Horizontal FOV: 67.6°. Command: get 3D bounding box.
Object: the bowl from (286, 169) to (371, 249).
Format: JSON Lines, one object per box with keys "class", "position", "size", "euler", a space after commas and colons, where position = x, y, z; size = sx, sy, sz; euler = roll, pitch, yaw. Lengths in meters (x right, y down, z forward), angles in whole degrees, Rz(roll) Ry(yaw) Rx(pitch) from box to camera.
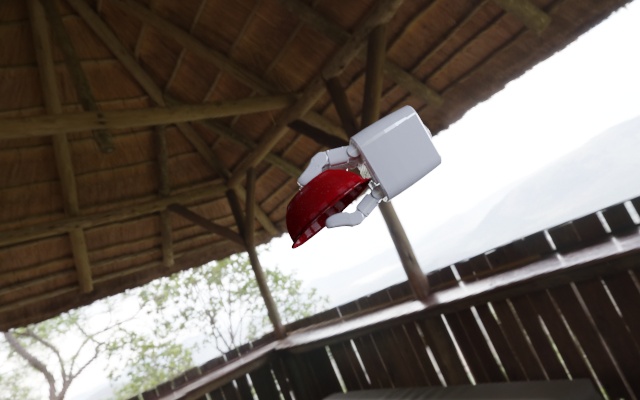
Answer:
{"class": "bowl", "position": [-0.001, 0.003, 0.733], "size": [0.162, 0.055, 0.162], "euler": [-41, -8, -7]}
